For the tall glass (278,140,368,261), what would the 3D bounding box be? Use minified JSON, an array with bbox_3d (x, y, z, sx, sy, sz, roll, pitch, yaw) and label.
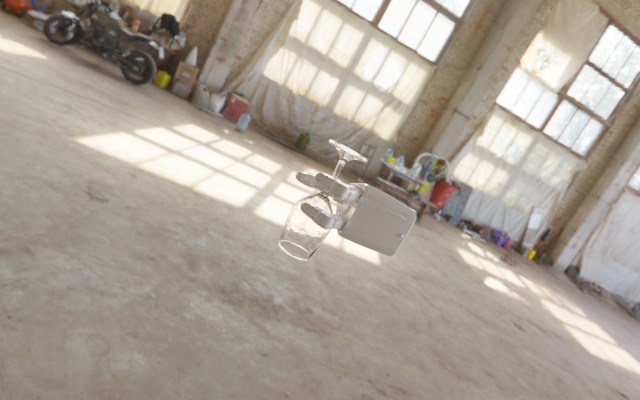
[{"bbox_3d":[0.000,0.002,0.812,0.079,0.201,0.079,28,12,-7],"label":"tall glass"}]
